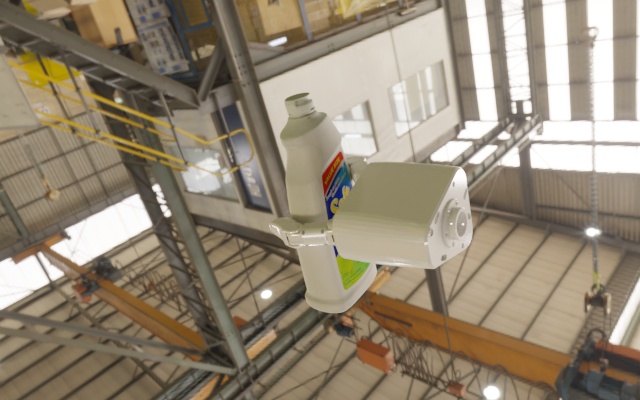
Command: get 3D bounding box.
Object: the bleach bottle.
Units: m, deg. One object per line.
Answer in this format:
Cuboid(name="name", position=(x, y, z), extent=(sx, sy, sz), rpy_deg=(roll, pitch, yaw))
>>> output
Cuboid(name="bleach bottle", position=(0.000, 0.002, 0.562), extent=(0.068, 0.251, 0.102), rpy_deg=(5, 31, 39))
